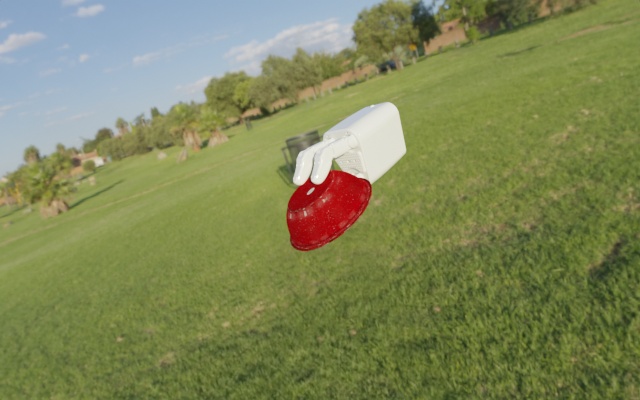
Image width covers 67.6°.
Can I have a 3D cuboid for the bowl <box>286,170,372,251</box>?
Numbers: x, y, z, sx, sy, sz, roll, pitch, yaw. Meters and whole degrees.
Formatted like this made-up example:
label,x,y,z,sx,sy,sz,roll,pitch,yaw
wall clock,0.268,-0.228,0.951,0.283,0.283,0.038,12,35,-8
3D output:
label,x,y,z,sx,sy,sz,roll,pitch,yaw
bowl,-0.001,0.003,0.754,0.055,0.162,0.162,49,-26,-24
